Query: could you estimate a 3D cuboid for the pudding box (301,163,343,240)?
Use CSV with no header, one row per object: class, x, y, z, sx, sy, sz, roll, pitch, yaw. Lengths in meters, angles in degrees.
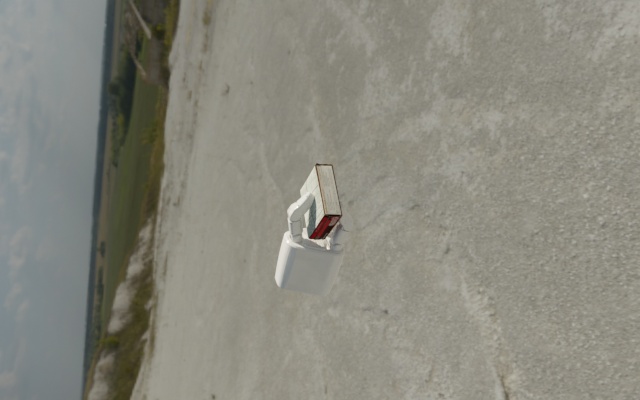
pudding box,0.000,0.003,0.870,0.039,0.113,0.090,2,-32,-23
